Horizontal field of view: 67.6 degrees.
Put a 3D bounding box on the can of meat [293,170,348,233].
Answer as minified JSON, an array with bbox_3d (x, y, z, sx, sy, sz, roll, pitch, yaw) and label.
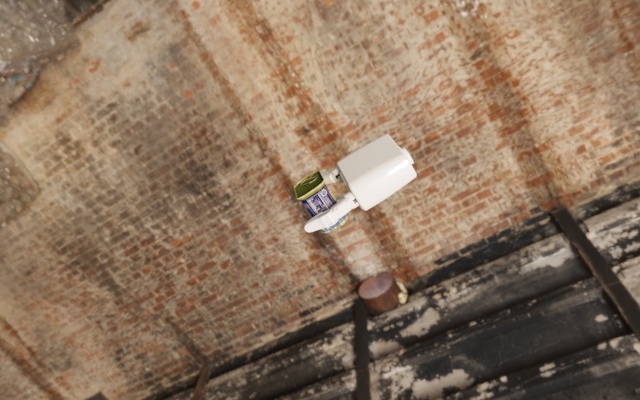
[{"bbox_3d":[0.000,0.003,0.849,0.057,0.084,0.102,-34,18,3],"label":"can of meat"}]
